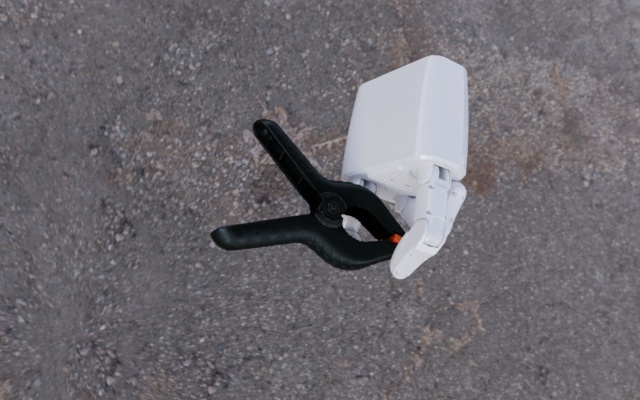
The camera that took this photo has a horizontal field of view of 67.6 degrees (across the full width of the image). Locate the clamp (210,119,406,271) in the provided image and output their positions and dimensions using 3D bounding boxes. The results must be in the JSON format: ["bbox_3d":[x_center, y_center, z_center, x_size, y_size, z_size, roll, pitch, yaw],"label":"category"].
[{"bbox_3d":[0.000,0.001,0.409,0.171,0.120,0.039,17,-21,-22],"label":"clamp"}]
